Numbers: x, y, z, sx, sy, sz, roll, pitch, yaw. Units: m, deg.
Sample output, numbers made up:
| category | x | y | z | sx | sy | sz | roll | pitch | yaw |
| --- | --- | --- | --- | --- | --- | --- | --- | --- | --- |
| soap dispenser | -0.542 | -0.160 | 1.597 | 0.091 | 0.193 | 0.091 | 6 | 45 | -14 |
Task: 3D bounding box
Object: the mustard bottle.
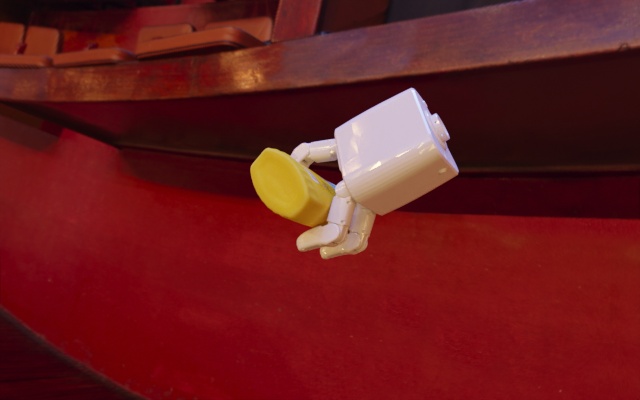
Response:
| category | x | y | z | sx | sy | sz | roll | pitch | yaw |
| --- | --- | --- | --- | --- | --- | --- | --- | --- | --- |
| mustard bottle | 0.000 | 0.002 | 0.597 | 0.096 | 0.058 | 0.192 | 47 | 11 | 32 |
